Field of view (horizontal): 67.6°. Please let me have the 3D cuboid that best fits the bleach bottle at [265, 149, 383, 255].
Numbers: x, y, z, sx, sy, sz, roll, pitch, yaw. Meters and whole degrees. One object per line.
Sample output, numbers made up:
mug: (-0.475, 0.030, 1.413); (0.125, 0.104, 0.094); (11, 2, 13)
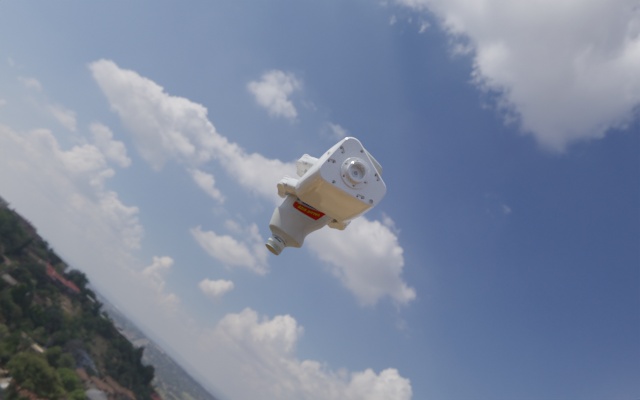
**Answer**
bleach bottle: (0.000, 0.003, 0.850); (0.250, 0.102, 0.068); (-48, 7, -24)
